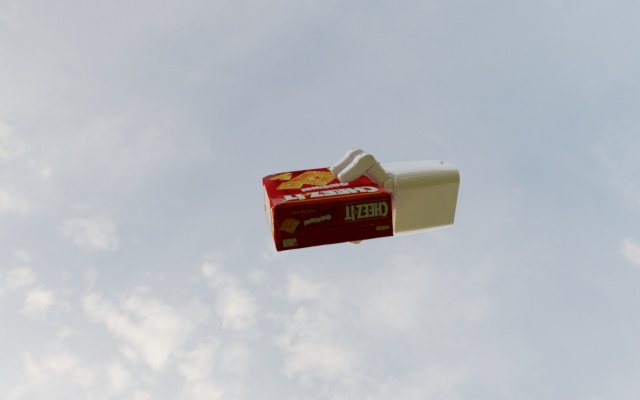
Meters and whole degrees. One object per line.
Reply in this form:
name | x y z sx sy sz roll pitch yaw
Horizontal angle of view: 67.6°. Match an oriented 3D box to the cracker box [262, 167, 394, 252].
cracker box | 0.000 0.003 0.732 0.164 0.072 0.213 -7 15 -9
